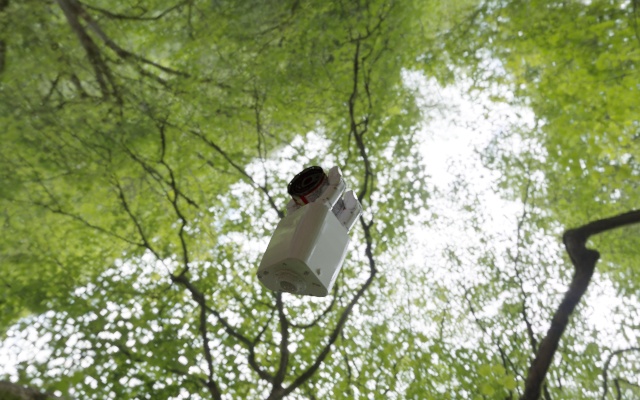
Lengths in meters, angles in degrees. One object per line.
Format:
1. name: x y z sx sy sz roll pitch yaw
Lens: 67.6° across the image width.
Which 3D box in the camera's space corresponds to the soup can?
1. soup can: 0.000 0.002 0.786 0.068 0.068 0.102 0 -44 44
